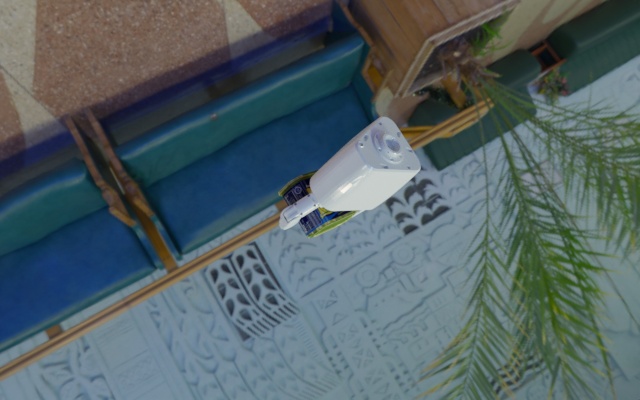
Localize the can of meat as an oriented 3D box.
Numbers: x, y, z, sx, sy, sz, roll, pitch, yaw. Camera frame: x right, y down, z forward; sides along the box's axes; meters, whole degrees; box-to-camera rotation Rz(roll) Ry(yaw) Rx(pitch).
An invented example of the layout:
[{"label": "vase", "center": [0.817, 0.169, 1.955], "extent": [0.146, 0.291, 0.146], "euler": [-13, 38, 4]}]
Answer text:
[{"label": "can of meat", "center": [0.000, 0.003, 0.728], "extent": [0.102, 0.084, 0.057], "euler": [-21, -14, -47]}]
